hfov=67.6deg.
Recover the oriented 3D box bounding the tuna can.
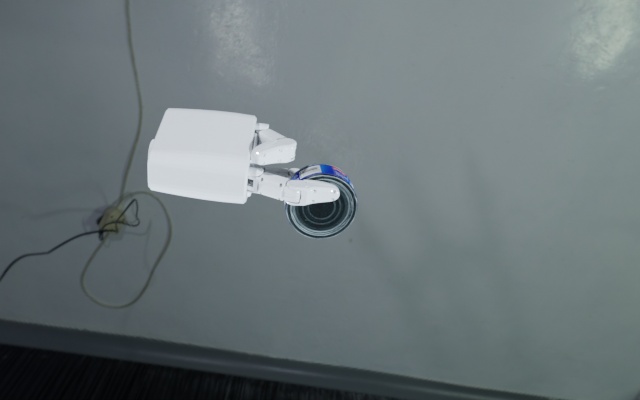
[{"bbox_3d":[0.000,0.002,0.561,0.086,0.086,0.033,0,26,-6],"label":"tuna can"}]
